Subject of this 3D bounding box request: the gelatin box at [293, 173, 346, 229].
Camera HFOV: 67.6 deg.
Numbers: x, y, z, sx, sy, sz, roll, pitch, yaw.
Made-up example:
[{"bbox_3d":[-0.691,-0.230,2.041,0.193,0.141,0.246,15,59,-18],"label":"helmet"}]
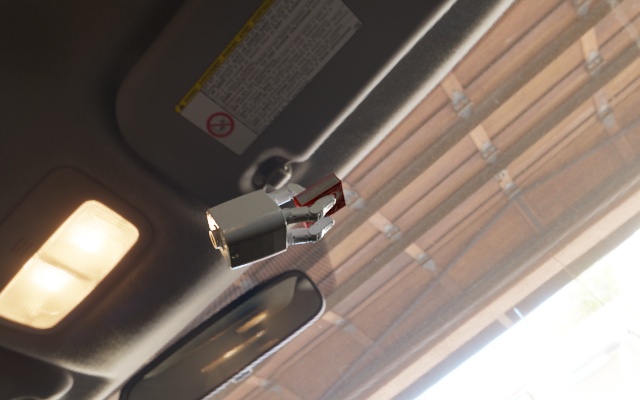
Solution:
[{"bbox_3d":[0.000,0.002,0.860,0.089,0.030,0.073,-32,-36,-13],"label":"gelatin box"}]
